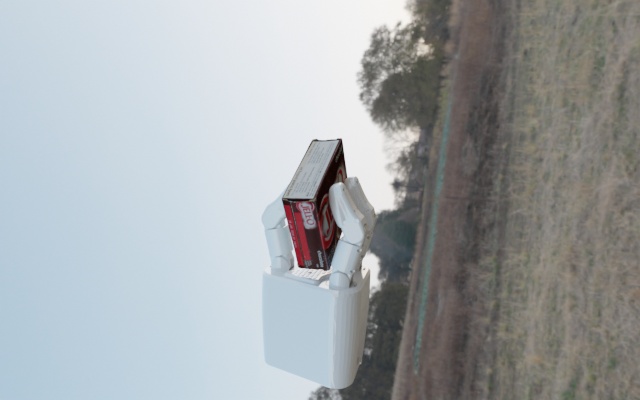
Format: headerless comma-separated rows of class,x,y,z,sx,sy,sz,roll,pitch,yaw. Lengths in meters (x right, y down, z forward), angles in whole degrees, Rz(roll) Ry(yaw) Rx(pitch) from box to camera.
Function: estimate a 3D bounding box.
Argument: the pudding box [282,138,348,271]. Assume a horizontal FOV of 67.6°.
pudding box,0.000,0.002,0.492,0.039,0.090,0.113,2,38,15
